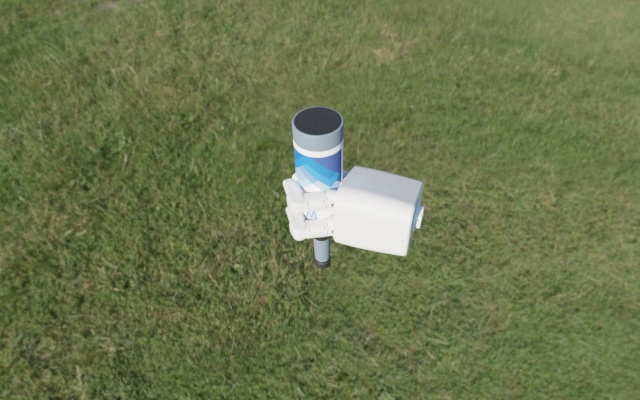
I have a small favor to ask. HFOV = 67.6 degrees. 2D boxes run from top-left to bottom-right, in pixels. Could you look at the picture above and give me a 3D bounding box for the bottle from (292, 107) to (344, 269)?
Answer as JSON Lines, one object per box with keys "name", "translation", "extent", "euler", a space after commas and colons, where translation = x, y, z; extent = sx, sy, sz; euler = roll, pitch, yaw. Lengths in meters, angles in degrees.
{"name": "bottle", "translation": [0.000, 0.002, 0.715], "extent": [0.069, 0.296, 0.069], "euler": [-1, 45, 1]}
